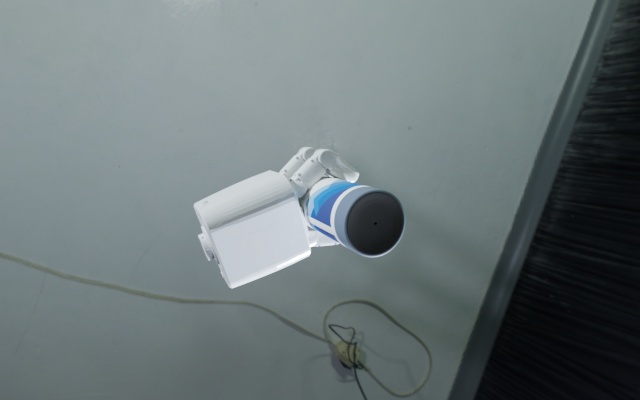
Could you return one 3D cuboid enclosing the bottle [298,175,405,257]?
[{"bbox_3d":[0.000,0.002,0.592,0.069,0.069,0.295,0,8,-21],"label":"bottle"}]
